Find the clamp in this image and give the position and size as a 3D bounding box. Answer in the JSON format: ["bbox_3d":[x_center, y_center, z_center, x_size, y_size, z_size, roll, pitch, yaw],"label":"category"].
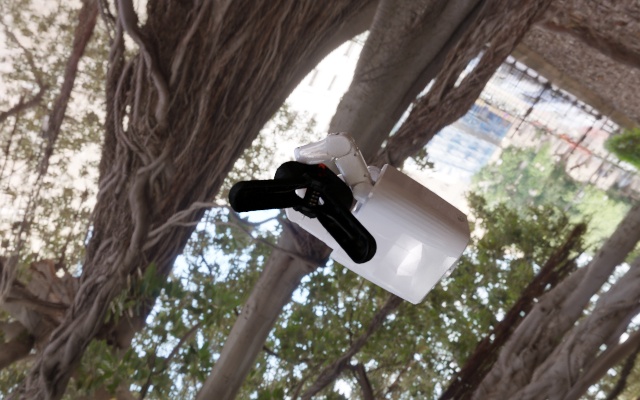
[{"bbox_3d":[0.000,0.002,0.428,0.120,0.039,0.171,32,20,3],"label":"clamp"}]
